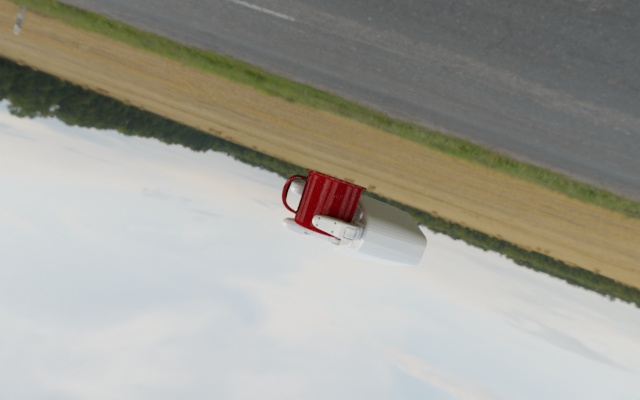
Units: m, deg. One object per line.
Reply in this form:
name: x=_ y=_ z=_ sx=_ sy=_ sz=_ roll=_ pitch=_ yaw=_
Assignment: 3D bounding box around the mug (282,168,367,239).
mug: x=-0.001 y=0.002 z=0.694 sx=0.117 sy=0.081 sz=0.093 roll=18 pitch=3 yaw=-17
